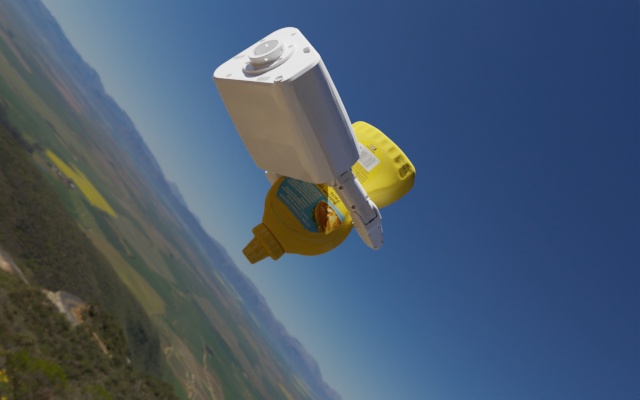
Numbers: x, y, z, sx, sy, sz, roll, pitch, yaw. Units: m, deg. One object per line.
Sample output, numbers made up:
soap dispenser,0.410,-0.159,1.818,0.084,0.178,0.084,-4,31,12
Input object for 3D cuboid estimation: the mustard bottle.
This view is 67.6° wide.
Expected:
mustard bottle,0.000,0.002,0.502,0.191,0.096,0.058,-37,-25,-13
